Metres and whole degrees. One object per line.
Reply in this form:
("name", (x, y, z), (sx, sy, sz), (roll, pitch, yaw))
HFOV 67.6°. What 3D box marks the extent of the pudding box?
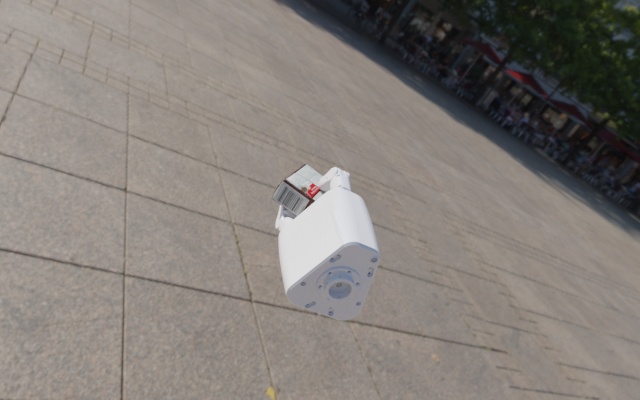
("pudding box", (0.000, 0.002, 0.671), (0.113, 0.039, 0.090), (37, 25, 4))
